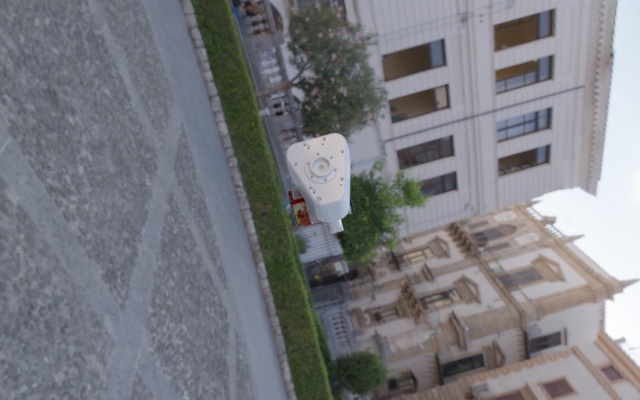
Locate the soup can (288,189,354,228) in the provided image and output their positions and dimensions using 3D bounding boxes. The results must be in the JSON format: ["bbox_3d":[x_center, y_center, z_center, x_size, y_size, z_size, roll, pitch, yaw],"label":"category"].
[{"bbox_3d":[0.000,0.003,0.836,0.102,0.068,0.068,-16,0,0],"label":"soup can"}]
